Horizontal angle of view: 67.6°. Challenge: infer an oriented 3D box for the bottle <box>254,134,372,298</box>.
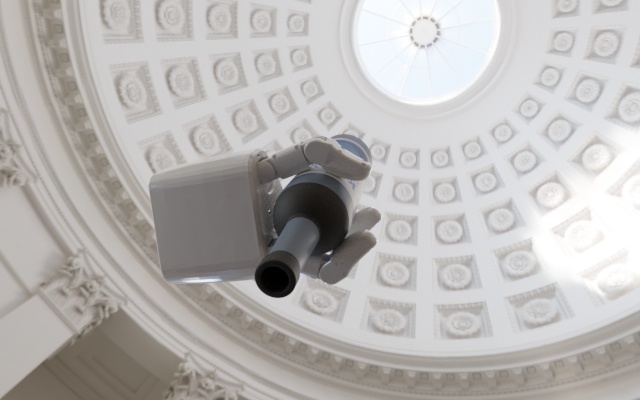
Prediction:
[{"bbox_3d":[0.000,0.001,0.436,0.069,0.069,0.295,0,19,12],"label":"bottle"}]
